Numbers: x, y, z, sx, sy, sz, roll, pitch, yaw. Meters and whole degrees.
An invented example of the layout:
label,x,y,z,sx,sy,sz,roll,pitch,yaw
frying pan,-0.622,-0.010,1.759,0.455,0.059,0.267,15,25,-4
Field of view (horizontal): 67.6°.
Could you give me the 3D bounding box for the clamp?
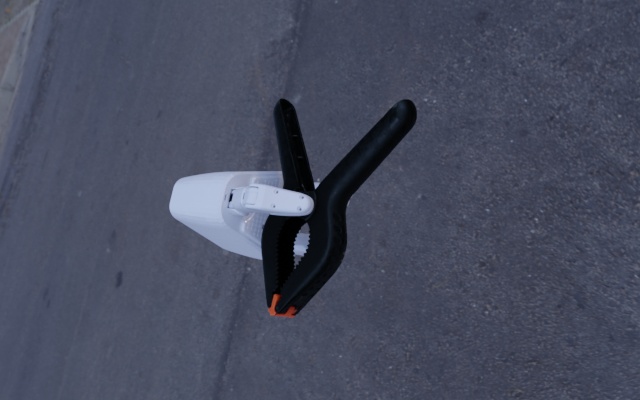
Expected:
label,x,y,z,sx,sy,sz,roll,pitch,yaw
clamp,-0.001,0.002,0.423,0.164,0.210,0.036,2,-12,44
